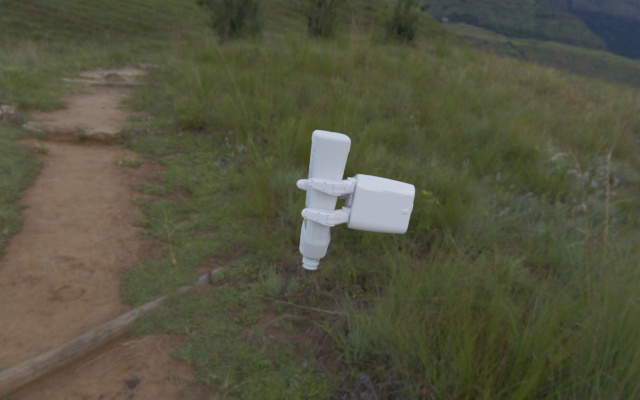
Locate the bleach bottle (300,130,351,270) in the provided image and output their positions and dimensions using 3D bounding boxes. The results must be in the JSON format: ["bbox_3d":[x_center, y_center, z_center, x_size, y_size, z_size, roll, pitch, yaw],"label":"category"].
[{"bbox_3d":[0.000,0.003,0.879,0.068,0.251,0.102,9,14,-5],"label":"bleach bottle"}]
